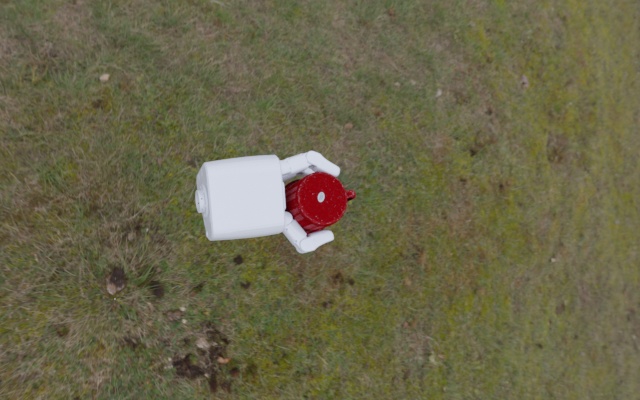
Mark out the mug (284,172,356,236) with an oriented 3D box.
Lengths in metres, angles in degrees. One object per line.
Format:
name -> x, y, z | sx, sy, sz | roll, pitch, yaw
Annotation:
mug -> 0.002, 0.002, 0.730 | 0.117, 0.093, 0.081 | -8, -7, -23
